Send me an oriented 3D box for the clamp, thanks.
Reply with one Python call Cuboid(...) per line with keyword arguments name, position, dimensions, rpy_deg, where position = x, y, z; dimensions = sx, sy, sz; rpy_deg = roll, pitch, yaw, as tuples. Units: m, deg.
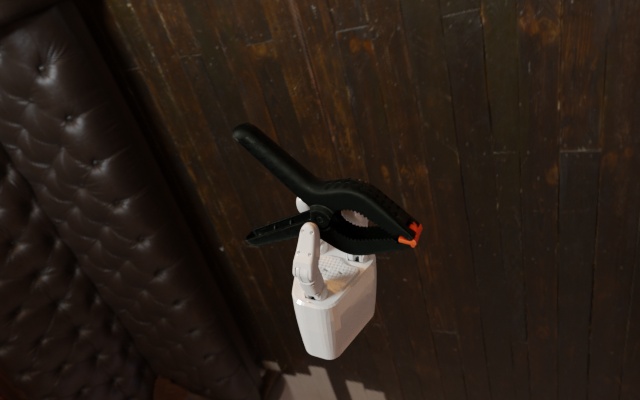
Cuboid(name="clamp", position=(0.000, 0.002, 0.498), dimensions=(0.210, 0.165, 0.036), rpy_deg=(10, 42, 21))
